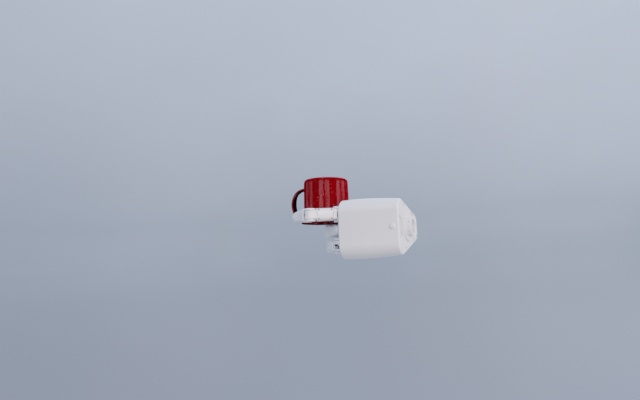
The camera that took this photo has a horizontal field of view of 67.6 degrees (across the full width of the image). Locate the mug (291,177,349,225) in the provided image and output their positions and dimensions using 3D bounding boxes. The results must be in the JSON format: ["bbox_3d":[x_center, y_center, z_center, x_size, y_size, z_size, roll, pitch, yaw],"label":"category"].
[{"bbox_3d":[-0.001,0.003,0.883,0.117,0.081,0.093,-4,-7,27],"label":"mug"}]
